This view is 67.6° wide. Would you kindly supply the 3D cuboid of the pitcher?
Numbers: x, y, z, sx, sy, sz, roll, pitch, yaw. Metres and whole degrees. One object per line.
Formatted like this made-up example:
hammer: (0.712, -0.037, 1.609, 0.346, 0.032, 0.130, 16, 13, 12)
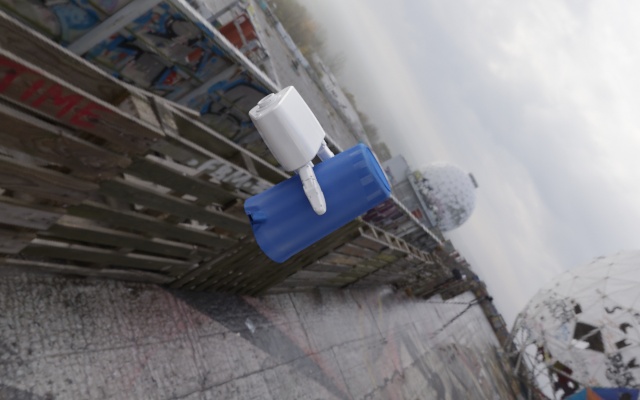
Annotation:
pitcher: (0.000, 0.003, 0.858, 0.243, 0.145, 0.149, -28, 23, 14)
